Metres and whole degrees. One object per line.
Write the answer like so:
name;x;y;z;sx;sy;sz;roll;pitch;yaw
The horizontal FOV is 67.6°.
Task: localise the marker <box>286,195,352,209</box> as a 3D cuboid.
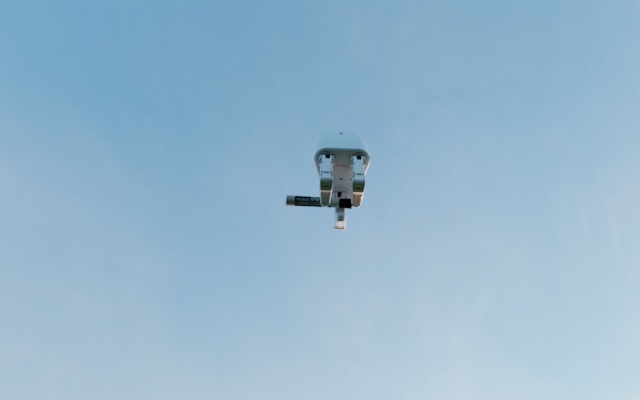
marker;0.000;0.003;0.839;0.121;0.020;0.020;3;0;-1
